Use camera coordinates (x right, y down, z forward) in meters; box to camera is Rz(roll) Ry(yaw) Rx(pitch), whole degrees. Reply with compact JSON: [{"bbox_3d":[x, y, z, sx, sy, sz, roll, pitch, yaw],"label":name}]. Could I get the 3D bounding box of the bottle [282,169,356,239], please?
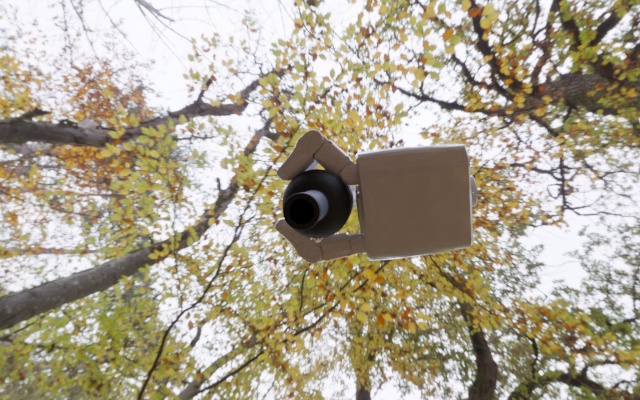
[{"bbox_3d":[0.000,0.002,0.493,0.069,0.069,0.295,0,3,5],"label":"bottle"}]
